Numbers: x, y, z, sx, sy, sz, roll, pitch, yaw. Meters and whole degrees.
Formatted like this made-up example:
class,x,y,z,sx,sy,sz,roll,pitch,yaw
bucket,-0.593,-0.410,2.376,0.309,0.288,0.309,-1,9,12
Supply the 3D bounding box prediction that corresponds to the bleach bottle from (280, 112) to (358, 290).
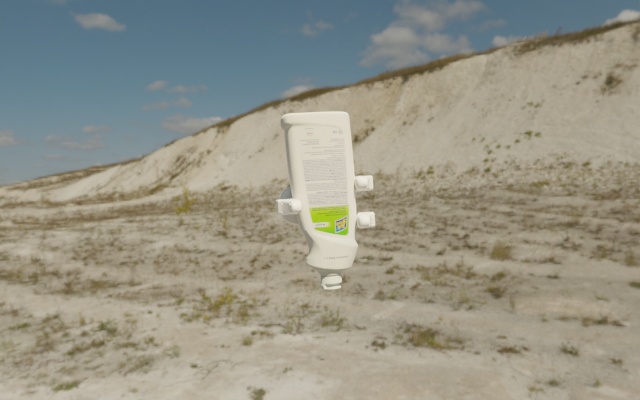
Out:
class,x,y,z,sx,sy,sz,roll,pitch,yaw
bleach bottle,0.000,0.002,0.691,0.102,0.251,0.068,-3,1,-5
